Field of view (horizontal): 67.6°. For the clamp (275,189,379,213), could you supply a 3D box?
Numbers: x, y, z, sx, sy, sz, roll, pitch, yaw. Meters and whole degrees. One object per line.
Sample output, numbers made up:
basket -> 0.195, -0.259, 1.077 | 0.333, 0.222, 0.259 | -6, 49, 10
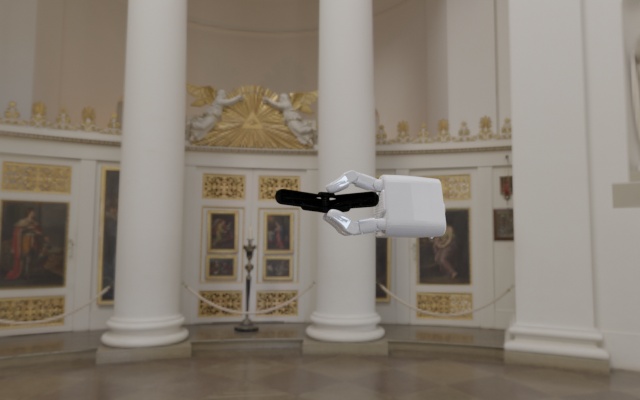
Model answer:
clamp -> 0.000, 0.002, 0.842 | 0.164, 0.036, 0.210 | 3, -5, -7
